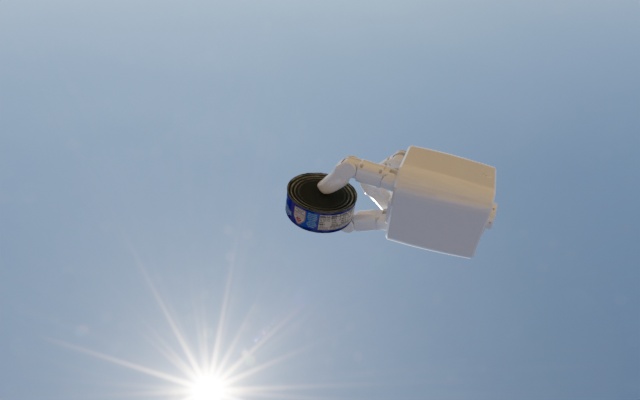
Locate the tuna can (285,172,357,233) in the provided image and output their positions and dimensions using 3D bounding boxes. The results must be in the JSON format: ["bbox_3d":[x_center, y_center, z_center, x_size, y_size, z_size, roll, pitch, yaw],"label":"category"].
[{"bbox_3d":[0.000,0.002,0.584,0.086,0.034,0.086,6,34,-4],"label":"tuna can"}]
